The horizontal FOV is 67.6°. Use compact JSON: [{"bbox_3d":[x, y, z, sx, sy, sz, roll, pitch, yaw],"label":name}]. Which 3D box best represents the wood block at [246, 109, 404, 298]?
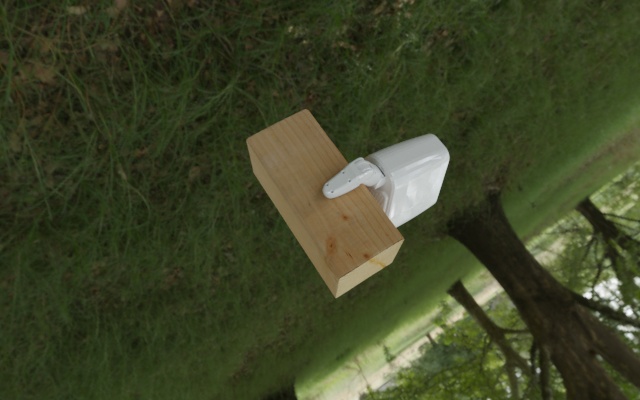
[{"bbox_3d":[0.001,0.002,0.592,0.090,0.206,0.091,-30,-21,-15],"label":"wood block"}]
